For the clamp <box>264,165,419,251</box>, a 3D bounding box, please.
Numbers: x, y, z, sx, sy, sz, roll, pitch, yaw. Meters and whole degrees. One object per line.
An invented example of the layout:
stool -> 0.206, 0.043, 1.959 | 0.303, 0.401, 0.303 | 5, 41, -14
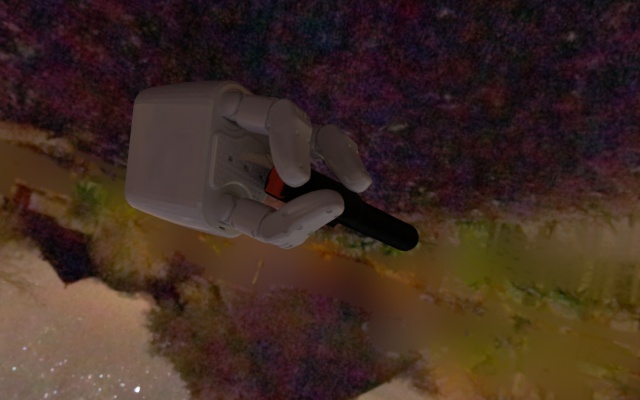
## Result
clamp -> 0.000, 0.002, 0.401 | 0.120, 0.039, 0.171 | 9, -14, 37
